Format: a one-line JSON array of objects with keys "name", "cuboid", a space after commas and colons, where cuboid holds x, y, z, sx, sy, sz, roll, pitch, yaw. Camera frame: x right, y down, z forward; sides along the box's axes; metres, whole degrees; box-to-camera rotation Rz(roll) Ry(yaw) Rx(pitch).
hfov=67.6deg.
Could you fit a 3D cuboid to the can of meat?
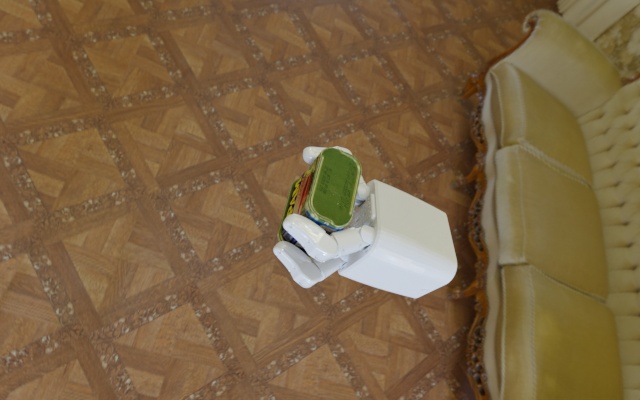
[{"name": "can of meat", "cuboid": [0.000, 0.002, 0.536, 0.057, 0.102, 0.084, 24, -35, -15]}]
